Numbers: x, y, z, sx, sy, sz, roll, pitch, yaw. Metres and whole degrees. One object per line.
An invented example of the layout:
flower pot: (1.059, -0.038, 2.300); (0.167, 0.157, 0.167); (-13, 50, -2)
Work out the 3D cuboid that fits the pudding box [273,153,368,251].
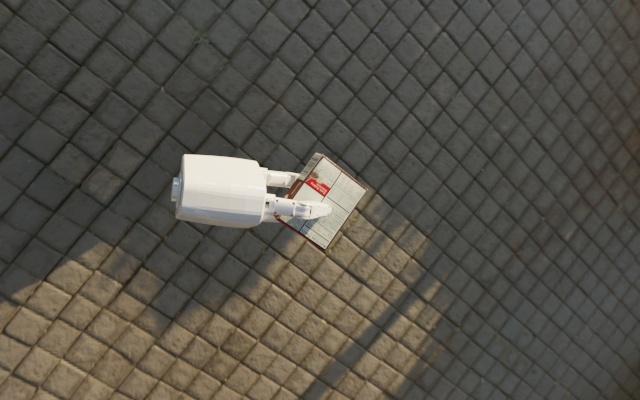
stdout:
pudding box: (0.000, 0.002, 0.690); (0.090, 0.113, 0.039); (36, -1, -21)
